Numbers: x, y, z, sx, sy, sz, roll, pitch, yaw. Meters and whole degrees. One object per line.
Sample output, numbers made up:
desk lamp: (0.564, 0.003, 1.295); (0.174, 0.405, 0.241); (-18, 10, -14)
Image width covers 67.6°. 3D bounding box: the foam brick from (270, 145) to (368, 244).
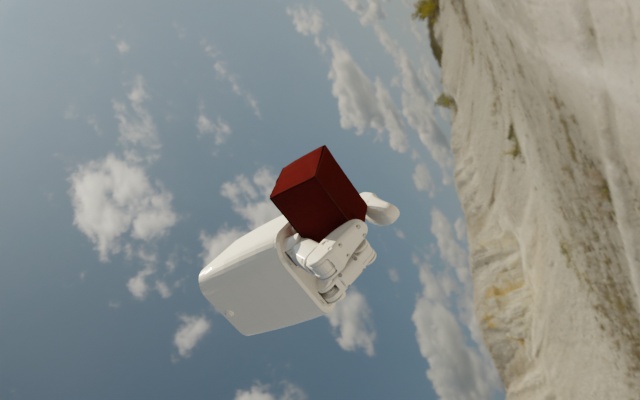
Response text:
foam brick: (0.000, 0.001, 0.435); (0.051, 0.078, 0.053); (-23, 28, 27)
